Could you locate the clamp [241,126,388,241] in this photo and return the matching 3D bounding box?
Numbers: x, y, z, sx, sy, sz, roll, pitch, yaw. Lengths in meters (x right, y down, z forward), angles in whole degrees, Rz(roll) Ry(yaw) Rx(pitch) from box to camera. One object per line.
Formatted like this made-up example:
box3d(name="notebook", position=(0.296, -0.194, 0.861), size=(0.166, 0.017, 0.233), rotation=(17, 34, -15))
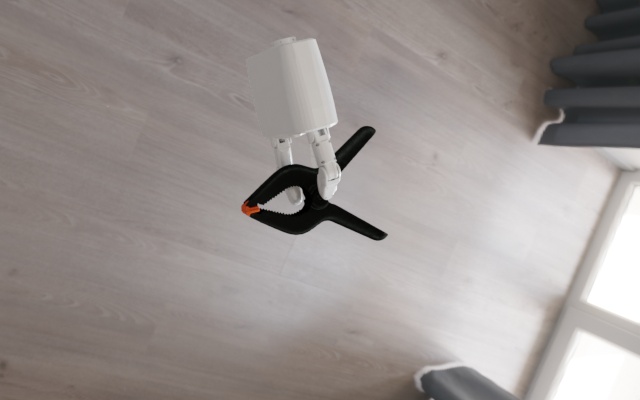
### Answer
box3d(name="clamp", position=(0.000, 0.002, 0.650), size=(0.210, 0.164, 0.036), rotation=(-19, 12, -20))
